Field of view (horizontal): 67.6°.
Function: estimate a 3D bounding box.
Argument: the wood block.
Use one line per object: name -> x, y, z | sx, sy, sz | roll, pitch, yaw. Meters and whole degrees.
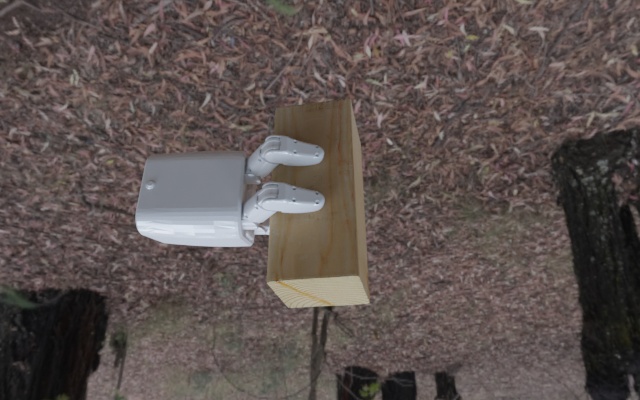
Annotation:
wood block -> 0.000, 0.002, 0.520 | 0.090, 0.206, 0.091 | -5, -29, 9
